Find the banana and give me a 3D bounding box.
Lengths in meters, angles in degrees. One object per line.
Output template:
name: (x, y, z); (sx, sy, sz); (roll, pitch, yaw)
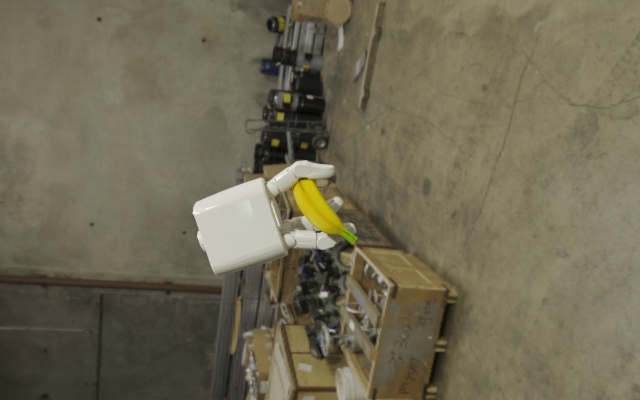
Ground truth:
banana: (-0.011, -0.005, 0.691); (0.070, 0.037, 0.197); (39, 14, -36)
